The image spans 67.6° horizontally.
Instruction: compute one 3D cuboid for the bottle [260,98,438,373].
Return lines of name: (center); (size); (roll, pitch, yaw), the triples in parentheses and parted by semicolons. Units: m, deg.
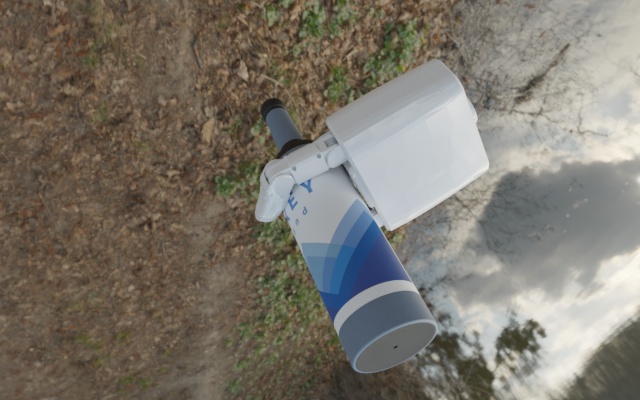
bottle: (0.000, 0.002, 0.424); (0.069, 0.069, 0.295); (0, 44, -30)
